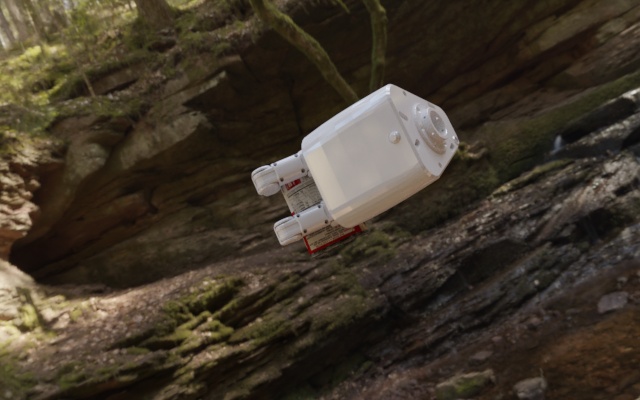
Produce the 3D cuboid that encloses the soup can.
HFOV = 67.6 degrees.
[{"bbox_3d":[0.000,0.002,0.508,0.068,0.102,0.068,-24,-7,-3],"label":"soup can"}]
